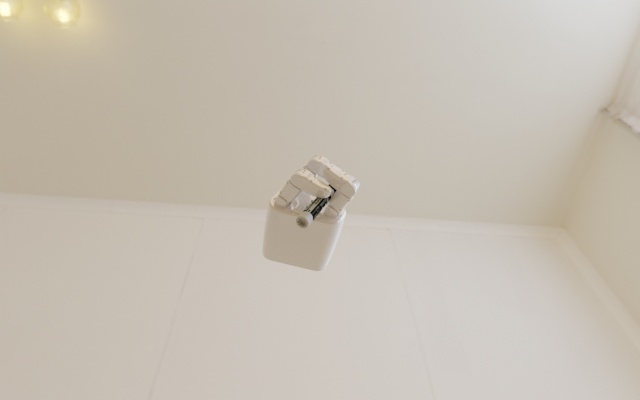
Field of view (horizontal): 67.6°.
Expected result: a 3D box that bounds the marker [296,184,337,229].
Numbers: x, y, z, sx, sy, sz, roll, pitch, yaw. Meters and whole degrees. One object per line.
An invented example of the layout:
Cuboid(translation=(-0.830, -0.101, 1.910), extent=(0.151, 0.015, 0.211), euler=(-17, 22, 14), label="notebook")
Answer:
Cuboid(translation=(0.000, 0.002, 0.680), extent=(0.020, 0.020, 0.121), euler=(0, 27, 27), label="marker")
